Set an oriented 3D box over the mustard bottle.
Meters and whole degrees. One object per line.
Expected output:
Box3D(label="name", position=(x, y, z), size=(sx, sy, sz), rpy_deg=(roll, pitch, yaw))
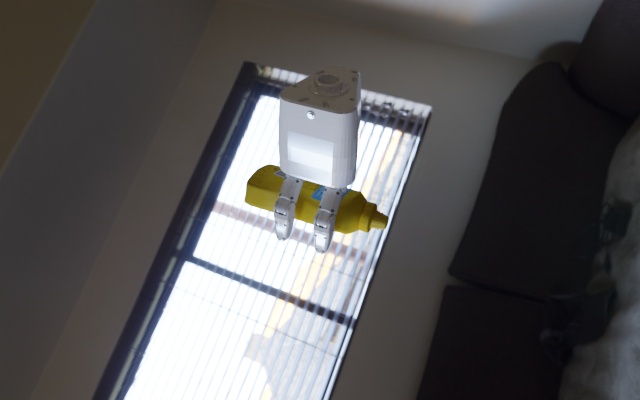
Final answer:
Box3D(label="mustard bottle", position=(0.000, 0.002, 0.653), size=(0.191, 0.058, 0.096), rpy_deg=(17, 20, 17))
